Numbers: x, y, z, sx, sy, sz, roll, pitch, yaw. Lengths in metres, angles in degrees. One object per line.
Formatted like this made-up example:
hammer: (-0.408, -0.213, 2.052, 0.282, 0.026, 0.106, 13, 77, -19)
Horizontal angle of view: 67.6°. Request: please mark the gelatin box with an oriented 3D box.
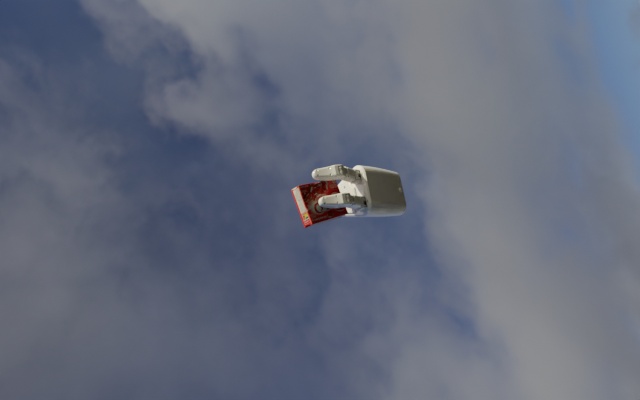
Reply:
gelatin box: (0.000, 0.003, 0.861, 0.089, 0.073, 0.030, -14, -9, -37)
